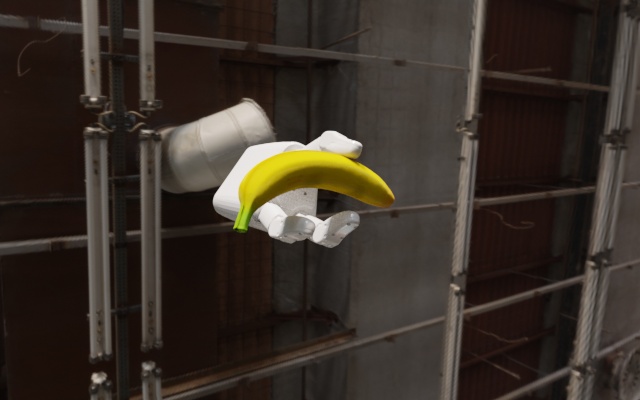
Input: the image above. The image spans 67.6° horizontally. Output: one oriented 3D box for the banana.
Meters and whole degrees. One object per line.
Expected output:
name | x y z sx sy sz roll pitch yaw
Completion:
banana | -0.004 -0.017 0.476 0.198 0.069 0.037 -8 5 -36
